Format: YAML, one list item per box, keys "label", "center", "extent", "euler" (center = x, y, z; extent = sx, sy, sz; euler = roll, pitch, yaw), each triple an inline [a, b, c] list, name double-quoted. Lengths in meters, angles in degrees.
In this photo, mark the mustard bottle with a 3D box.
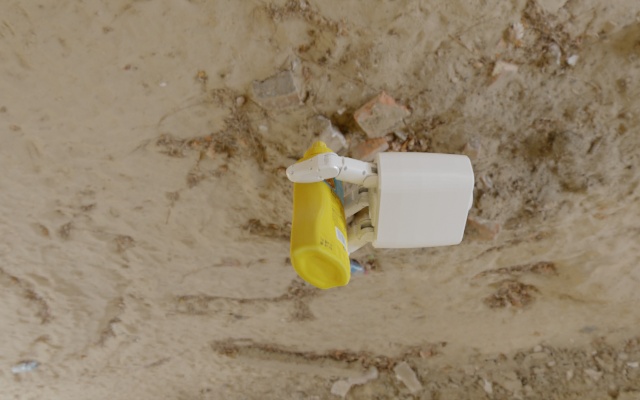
- label: "mustard bottle"
  center: [0.000, 0.002, 0.577]
  extent: [0.058, 0.191, 0.096]
  euler: [-15, -40, 18]
